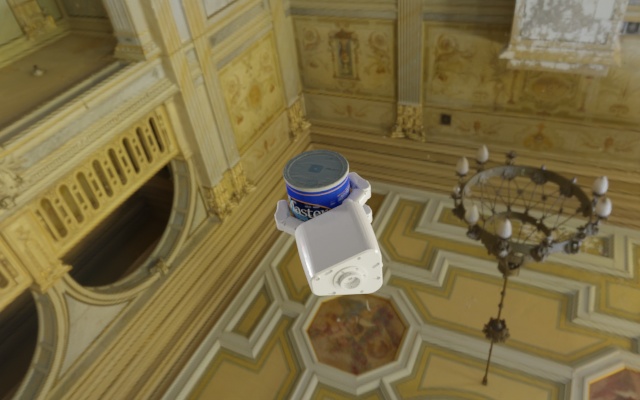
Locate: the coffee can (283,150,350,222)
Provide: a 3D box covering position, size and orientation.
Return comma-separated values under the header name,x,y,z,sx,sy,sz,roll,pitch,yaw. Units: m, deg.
name,x,y,z,sx,sy,sz,roll,pitch,yaw
coffee can,0.000,0.002,0.785,0.103,0.140,0.102,-5,40,4
